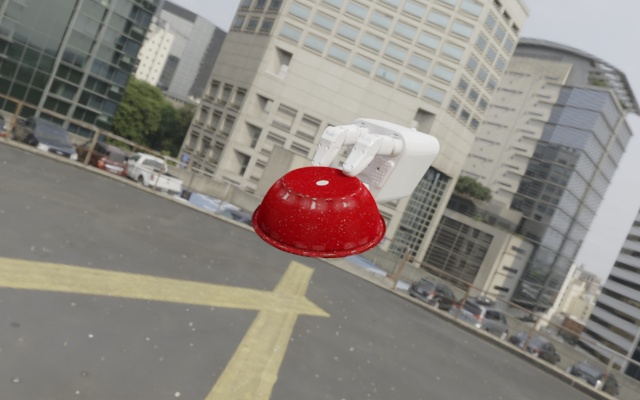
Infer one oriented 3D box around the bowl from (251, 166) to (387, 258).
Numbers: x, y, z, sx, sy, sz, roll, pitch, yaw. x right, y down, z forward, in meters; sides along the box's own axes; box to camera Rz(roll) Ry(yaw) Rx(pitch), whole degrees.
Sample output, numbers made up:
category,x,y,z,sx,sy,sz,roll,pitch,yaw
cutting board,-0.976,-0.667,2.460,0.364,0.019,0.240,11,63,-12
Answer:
category,x,y,z,sx,sy,sz,roll,pitch,yaw
bowl,0.000,0.002,0.560,0.162,0.055,0.162,3,27,-2
